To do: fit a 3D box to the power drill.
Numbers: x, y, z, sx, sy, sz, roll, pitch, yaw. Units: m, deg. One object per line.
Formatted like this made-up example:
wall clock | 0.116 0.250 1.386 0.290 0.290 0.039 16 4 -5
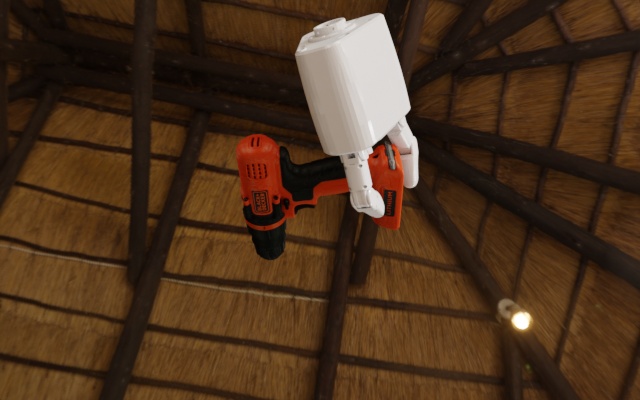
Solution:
power drill | 0.001 0.002 0.569 0.187 0.185 0.057 -4 44 -2
